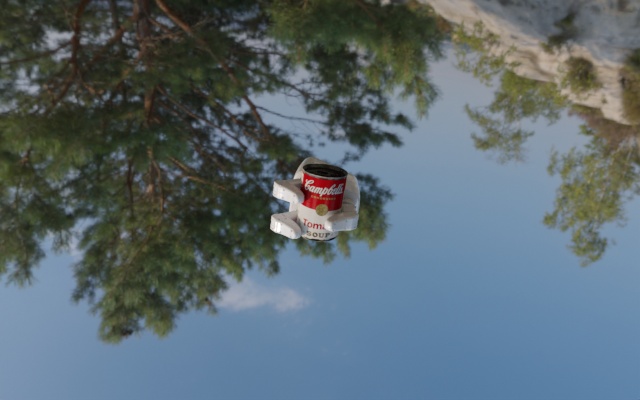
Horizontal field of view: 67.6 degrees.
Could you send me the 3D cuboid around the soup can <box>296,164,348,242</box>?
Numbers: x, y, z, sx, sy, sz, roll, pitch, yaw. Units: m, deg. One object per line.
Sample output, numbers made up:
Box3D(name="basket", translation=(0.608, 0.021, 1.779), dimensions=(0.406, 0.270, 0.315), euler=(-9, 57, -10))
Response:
Box3D(name="soup can", translation=(0.000, 0.003, 0.720), dimensions=(0.068, 0.102, 0.068), euler=(7, 20, -3))
